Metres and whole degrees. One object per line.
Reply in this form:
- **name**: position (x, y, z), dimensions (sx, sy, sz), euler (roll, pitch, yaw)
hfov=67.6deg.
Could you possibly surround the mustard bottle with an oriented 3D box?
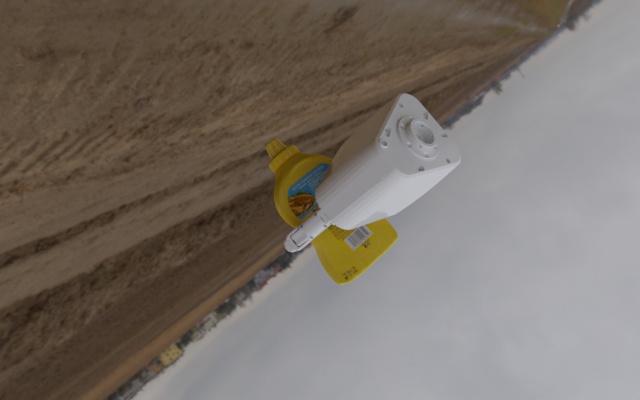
- **mustard bottle**: position (0.000, 0.002, 0.583), dimensions (0.096, 0.191, 0.058), euler (-39, -2, -18)
